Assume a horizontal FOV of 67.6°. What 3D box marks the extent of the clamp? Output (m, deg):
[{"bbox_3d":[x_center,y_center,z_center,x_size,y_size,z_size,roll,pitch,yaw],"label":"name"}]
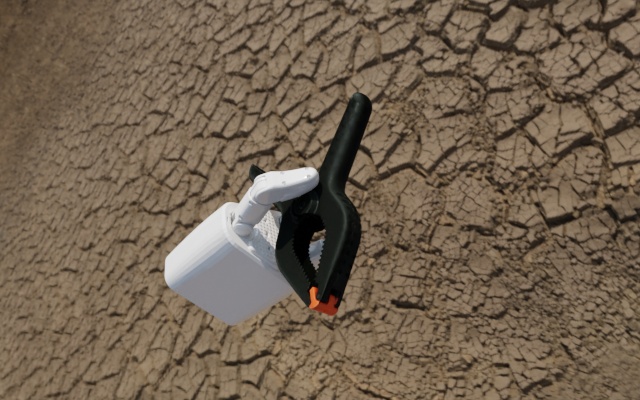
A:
[{"bbox_3d":[-0.001,0.002,0.451,0.164,0.209,0.036,-37,-44,26],"label":"clamp"}]
